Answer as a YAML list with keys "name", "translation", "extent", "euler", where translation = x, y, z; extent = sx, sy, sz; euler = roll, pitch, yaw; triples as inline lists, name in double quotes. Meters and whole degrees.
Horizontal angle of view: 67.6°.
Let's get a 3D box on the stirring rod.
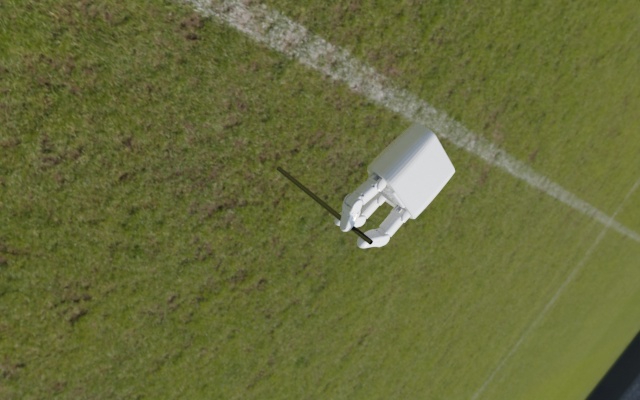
- name: "stirring rod"
  translation: [0.000, 0.002, 0.776]
  extent: [0.011, 0.011, 0.239]
  euler: [0, 30, -46]
